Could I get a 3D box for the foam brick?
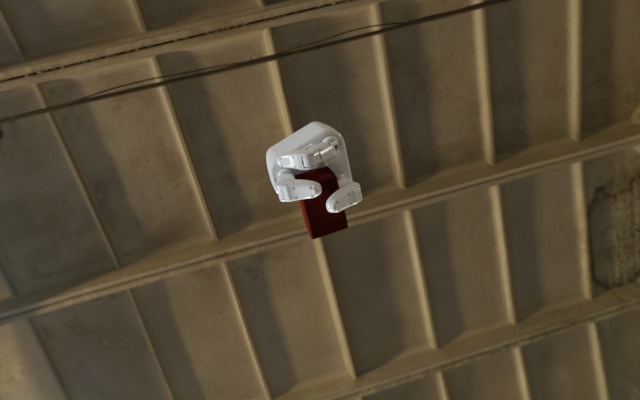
[{"bbox_3d":[0.000,0.002,0.642,0.053,0.078,0.051,-16,20,-7],"label":"foam brick"}]
